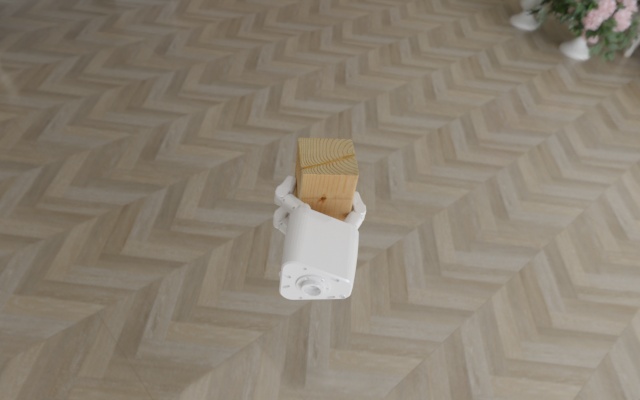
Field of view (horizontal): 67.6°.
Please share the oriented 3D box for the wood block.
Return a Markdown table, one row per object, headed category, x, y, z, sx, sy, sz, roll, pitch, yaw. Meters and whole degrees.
| category | x | y | z | sx | sy | sz | roll | pitch | yaw |
| --- | --- | --- | --- | --- | --- | --- | --- | --- | --- |
| wood block | 0.000 | 0.003 | 0.815 | 0.091 | 0.090 | 0.206 | 1 | -45 | -8 |
